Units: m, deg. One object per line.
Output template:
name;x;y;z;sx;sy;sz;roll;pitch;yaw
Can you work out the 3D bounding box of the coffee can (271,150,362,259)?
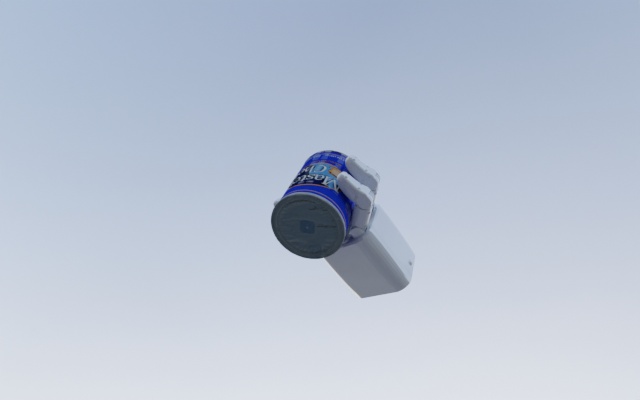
coffee can;0.000;0.002;0.688;0.103;0.103;0.140;0;30;17
